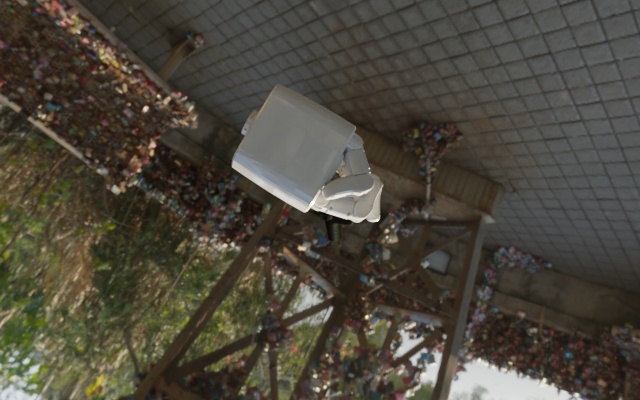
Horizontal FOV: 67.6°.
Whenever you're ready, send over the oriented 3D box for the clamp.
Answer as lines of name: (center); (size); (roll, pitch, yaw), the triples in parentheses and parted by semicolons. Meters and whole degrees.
clamp: (0.000, 0.003, 0.660); (0.120, 0.039, 0.171); (31, -23, -4)
